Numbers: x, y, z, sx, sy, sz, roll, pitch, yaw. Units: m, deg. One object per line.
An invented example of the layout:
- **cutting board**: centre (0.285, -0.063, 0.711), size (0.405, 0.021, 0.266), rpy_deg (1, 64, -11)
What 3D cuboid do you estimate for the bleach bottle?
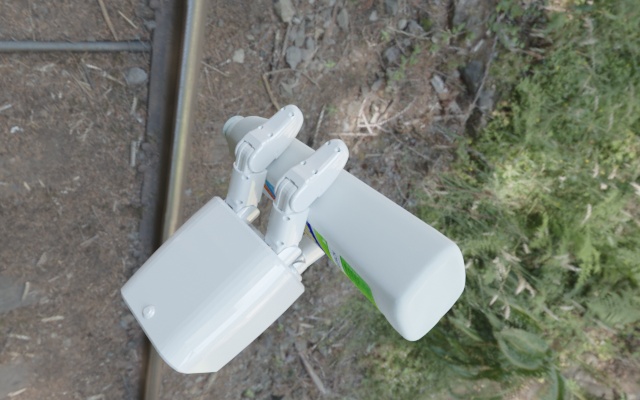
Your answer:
- **bleach bottle**: centre (0.000, 0.001, 0.401), size (0.250, 0.068, 0.103), rpy_deg (40, -12, 34)
